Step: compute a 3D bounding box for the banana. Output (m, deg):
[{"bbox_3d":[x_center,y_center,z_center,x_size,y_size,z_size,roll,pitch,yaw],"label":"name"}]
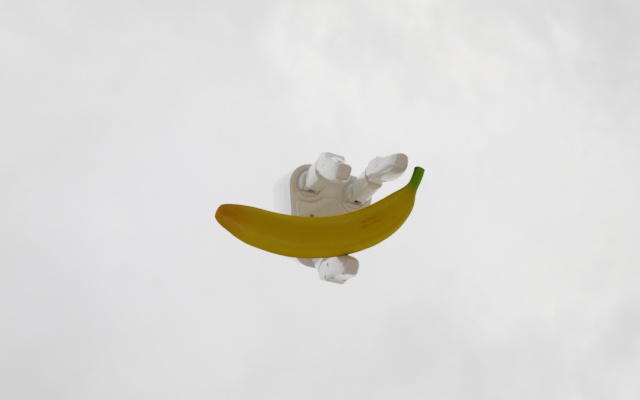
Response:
[{"bbox_3d":[0.007,0.019,0.435,0.198,0.069,0.037,-12,5,-17],"label":"banana"}]
